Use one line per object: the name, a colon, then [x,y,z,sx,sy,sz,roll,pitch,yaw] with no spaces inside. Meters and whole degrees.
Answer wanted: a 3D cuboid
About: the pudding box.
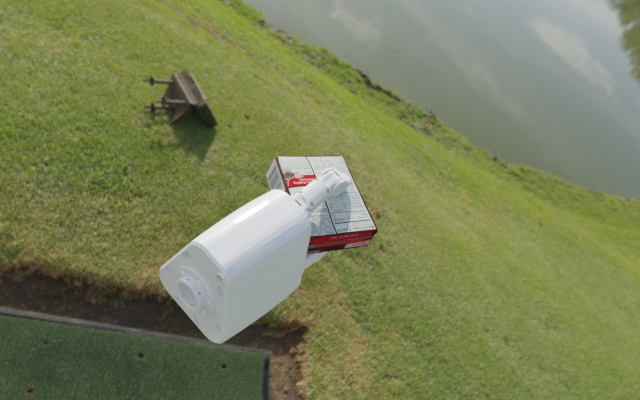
pudding box: [0.000,0.002,0.526,0.090,0.113,0.039,-3,-34,-29]
